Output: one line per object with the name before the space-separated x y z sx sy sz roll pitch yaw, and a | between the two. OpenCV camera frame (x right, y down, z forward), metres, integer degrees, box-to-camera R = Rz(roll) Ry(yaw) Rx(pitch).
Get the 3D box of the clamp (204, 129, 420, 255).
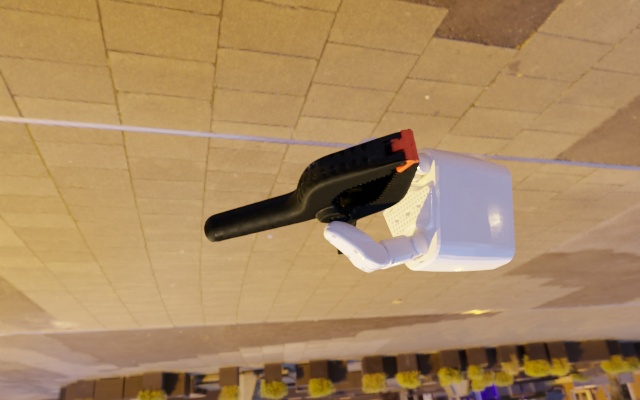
clamp | 0.001 0.002 0.415 0.164 0.036 0.210 5 -27 -27
